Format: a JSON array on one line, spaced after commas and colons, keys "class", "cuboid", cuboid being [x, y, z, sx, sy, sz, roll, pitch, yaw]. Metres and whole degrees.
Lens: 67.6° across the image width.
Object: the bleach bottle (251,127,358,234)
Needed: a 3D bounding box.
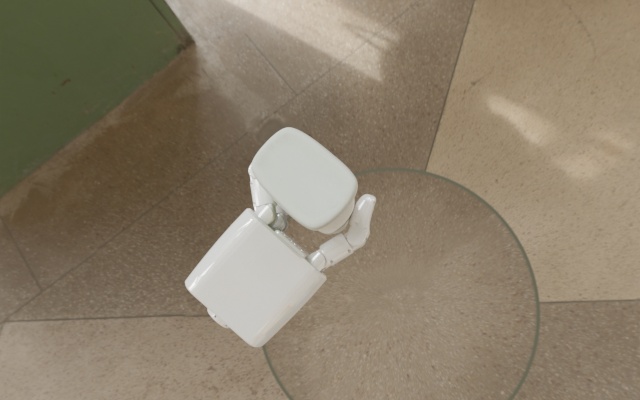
[{"class": "bleach bottle", "cuboid": [0.000, 0.002, 0.550, 0.102, 0.068, 0.251, 42, -3, 14]}]
